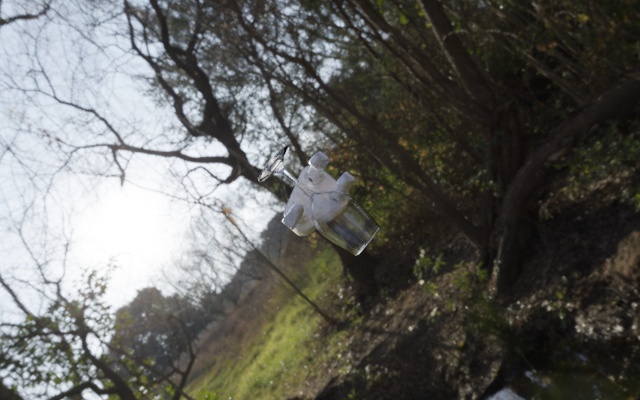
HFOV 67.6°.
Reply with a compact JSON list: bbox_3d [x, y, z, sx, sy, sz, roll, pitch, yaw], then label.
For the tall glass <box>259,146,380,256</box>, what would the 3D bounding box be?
[{"bbox_3d":[0.000,0.002,0.772,0.201,0.079,0.079,39,4,5],"label":"tall glass"}]
